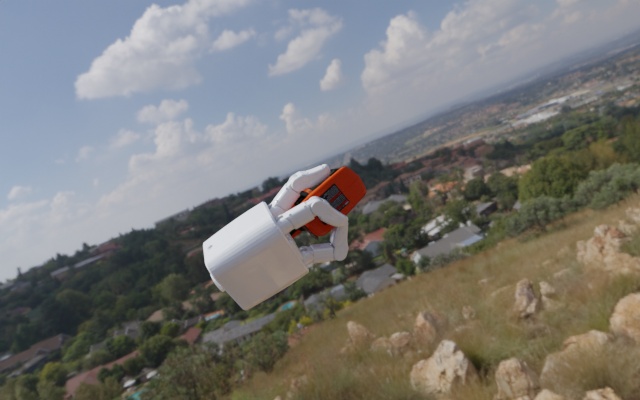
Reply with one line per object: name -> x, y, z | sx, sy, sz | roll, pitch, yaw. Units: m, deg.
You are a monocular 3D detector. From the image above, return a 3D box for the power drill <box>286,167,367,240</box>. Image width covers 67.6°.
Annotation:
power drill -> 0.000, 0.003, 0.745 | 0.184, 0.057, 0.188 | -45, 7, -19
